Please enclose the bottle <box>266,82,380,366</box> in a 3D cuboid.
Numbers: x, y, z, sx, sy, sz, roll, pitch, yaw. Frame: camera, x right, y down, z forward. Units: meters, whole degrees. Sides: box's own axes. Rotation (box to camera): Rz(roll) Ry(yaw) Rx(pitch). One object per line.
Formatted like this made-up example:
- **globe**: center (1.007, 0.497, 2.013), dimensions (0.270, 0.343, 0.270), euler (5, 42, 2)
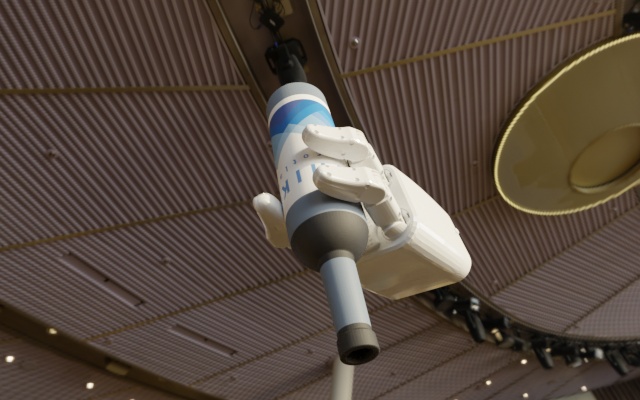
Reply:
- **bottle**: center (0.000, 0.001, 0.418), dimensions (0.069, 0.069, 0.295), euler (0, 44, -14)
